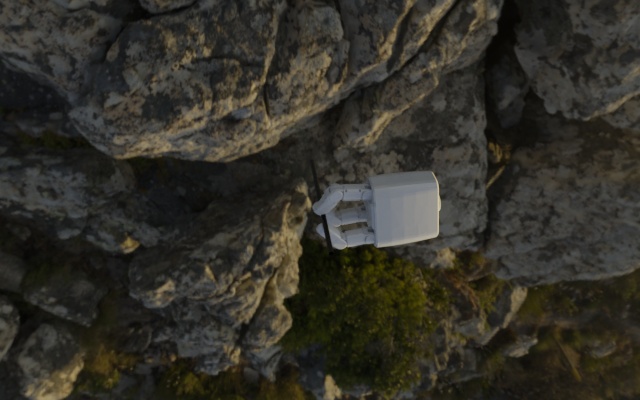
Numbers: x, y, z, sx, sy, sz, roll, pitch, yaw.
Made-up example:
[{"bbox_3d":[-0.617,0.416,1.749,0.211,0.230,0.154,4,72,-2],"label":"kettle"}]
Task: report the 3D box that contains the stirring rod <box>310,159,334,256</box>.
[{"bbox_3d":[0.000,0.003,0.795,0.011,0.011,0.239,0,39,-10],"label":"stirring rod"}]
